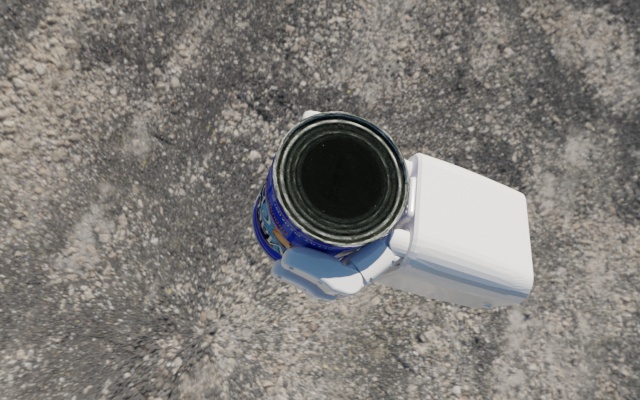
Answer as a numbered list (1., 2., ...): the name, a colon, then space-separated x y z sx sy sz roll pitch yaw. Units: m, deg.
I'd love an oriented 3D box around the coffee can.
1. coffee can: 0.000 0.001 0.406 0.103 0.102 0.140 0 -15 -14
